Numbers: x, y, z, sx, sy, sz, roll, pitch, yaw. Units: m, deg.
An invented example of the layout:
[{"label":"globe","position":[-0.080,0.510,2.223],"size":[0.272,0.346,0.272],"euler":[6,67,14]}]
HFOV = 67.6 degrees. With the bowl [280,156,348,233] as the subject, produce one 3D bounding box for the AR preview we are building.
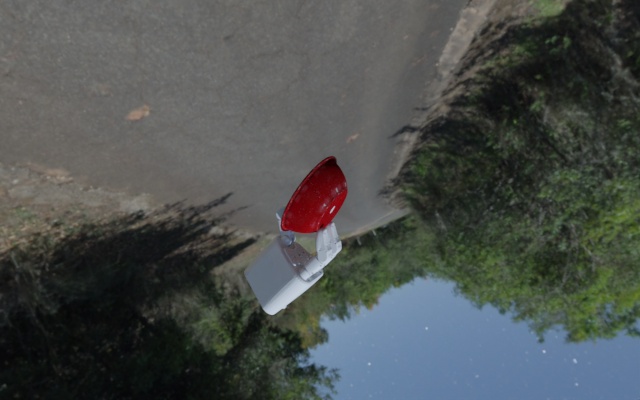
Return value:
[{"label":"bowl","position":[0.001,0.002,0.845],"size":[0.055,0.162,0.162],"euler":[35,9,14]}]
